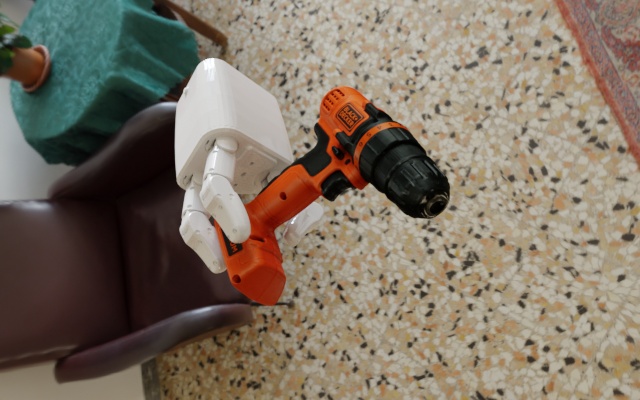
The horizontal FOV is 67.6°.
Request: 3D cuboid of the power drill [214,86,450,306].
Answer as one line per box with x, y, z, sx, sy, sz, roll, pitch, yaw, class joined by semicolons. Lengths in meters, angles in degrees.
0.000;0.001;0.406;0.057;0.187;0.184;41;11;-37;power drill
